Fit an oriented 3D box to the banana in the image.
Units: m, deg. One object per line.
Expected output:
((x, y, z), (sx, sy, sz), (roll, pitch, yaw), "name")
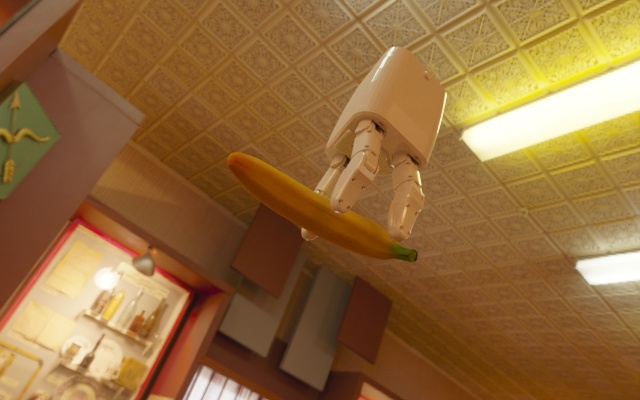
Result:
((-0.001, 0.009, 0.469), (0.198, 0.037, 0.070), (27, -24, -2), "banana")
